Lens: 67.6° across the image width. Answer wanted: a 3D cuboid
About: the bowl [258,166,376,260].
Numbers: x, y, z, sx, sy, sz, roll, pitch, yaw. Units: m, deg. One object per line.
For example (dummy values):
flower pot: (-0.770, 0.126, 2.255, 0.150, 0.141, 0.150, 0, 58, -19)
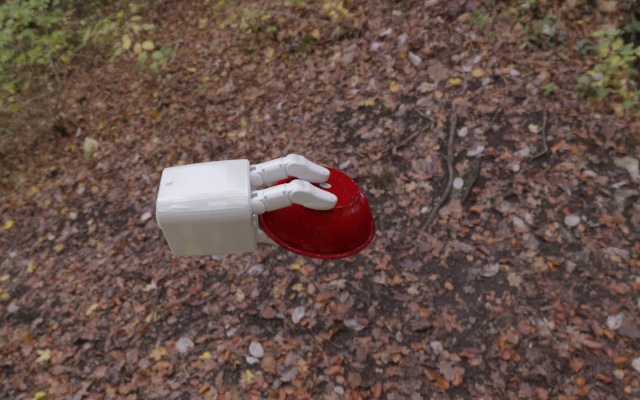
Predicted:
bowl: (0.001, 0.002, 0.627, 0.162, 0.055, 0.162, 8, 37, -6)
